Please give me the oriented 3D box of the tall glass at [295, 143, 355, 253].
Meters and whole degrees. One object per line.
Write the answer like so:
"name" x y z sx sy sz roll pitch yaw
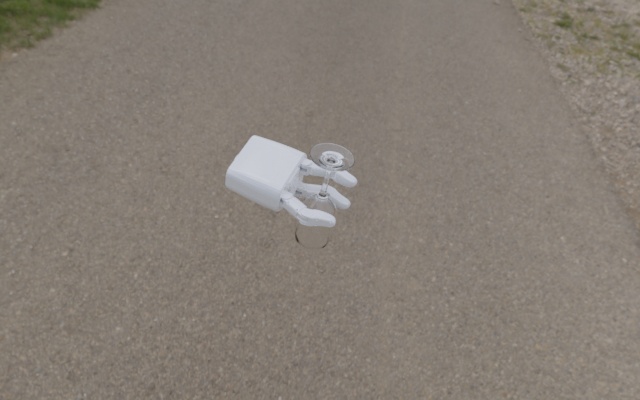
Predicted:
"tall glass" 0.000 0.002 0.832 0.079 0.201 0.079 8 41 -7
